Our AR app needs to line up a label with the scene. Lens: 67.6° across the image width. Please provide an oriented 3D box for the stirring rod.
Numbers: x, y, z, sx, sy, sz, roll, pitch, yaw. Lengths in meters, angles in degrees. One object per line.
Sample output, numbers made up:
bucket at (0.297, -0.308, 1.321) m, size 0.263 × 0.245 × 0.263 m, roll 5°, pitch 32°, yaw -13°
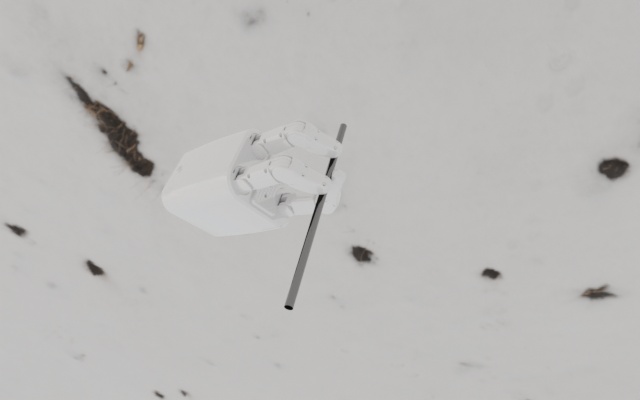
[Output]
stirring rod at (0.000, 0.002, 0.475) m, size 0.011 × 0.239 × 0.011 m, roll 10°, pitch -41°, yaw 8°
